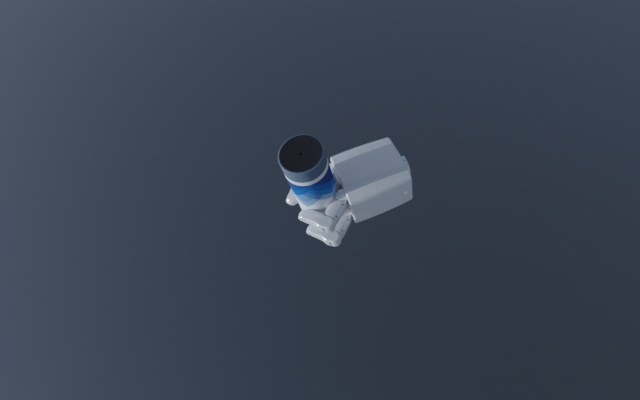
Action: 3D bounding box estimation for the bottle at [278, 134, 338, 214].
[{"bbox_3d":[0.000,0.002,0.789,0.069,0.069,0.296,0,-27,12],"label":"bottle"}]
